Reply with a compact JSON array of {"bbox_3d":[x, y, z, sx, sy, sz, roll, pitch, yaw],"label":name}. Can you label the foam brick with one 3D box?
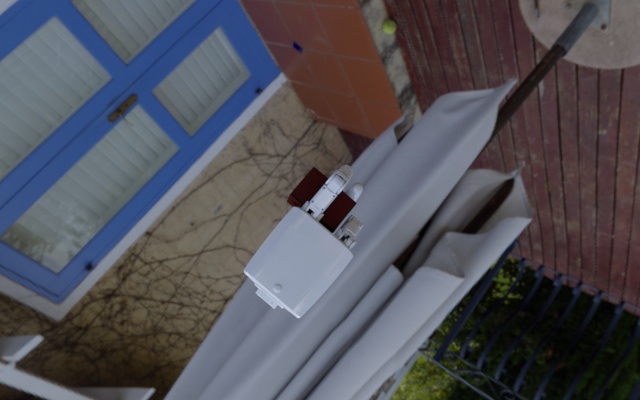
[{"bbox_3d":[0.000,0.002,0.647,0.078,0.051,0.053,41,-13,0],"label":"foam brick"}]
